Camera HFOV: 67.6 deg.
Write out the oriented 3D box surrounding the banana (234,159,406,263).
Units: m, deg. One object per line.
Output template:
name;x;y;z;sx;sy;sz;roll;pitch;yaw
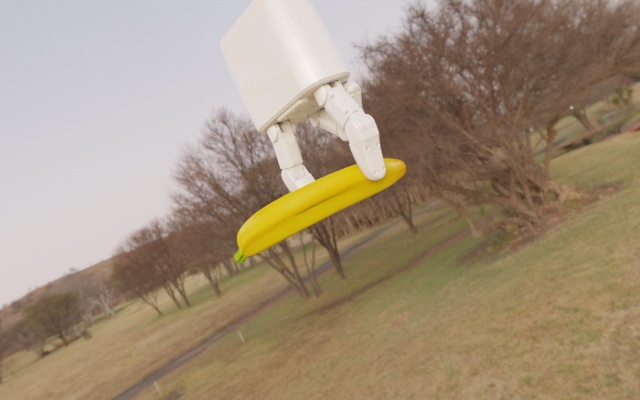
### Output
banana;-0.002;0.001;0.459;0.198;0.037;0.069;-27;-4;-4
